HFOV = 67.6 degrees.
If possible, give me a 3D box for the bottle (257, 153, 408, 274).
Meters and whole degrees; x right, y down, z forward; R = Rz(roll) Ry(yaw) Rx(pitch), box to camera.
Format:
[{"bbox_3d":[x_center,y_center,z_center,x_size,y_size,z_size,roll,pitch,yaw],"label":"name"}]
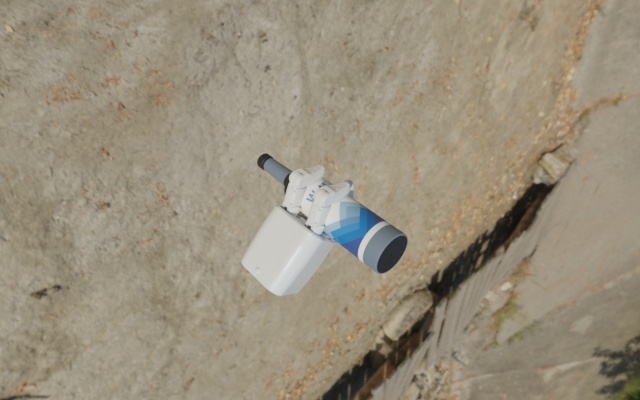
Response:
[{"bbox_3d":[0.000,0.002,0.736,0.295,0.069,0.069,36,22,34],"label":"bottle"}]
